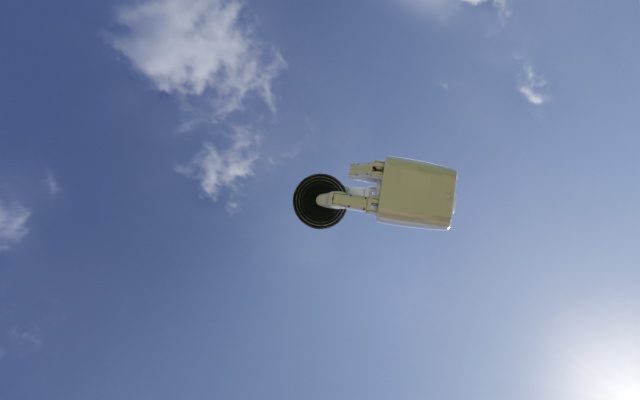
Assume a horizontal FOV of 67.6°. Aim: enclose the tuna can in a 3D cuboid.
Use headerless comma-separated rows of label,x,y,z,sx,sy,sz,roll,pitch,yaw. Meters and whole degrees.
tuna can,0.000,0.002,0.747,0.086,0.086,0.034,0,-5,0
